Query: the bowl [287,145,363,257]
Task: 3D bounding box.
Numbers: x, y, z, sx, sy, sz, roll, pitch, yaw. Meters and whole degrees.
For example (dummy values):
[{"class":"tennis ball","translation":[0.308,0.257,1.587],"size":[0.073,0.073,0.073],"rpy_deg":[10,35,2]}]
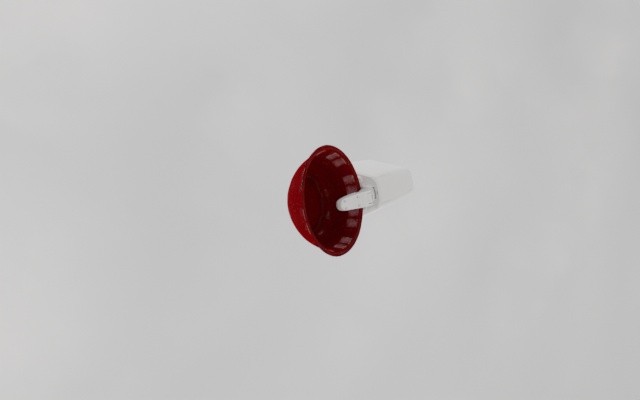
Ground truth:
[{"class":"bowl","translation":[-0.001,0.002,0.701],"size":[0.055,0.162,0.162],"rpy_deg":[-6,-4,34]}]
